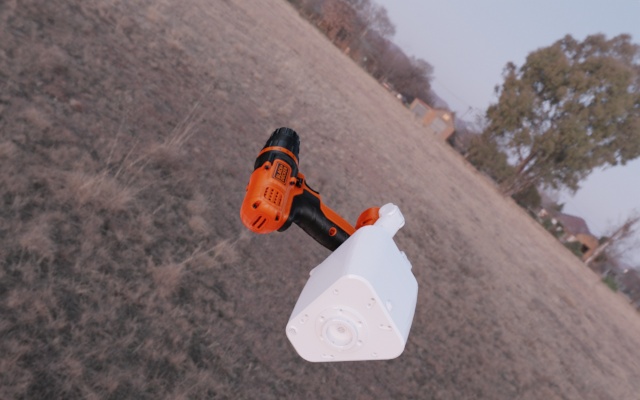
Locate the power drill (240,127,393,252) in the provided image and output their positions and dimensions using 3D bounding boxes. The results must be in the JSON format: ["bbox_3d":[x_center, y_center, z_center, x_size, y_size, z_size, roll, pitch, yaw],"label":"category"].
[{"bbox_3d":[0.000,0.002,0.586,0.188,0.184,0.057,30,-53,-15],"label":"power drill"}]
